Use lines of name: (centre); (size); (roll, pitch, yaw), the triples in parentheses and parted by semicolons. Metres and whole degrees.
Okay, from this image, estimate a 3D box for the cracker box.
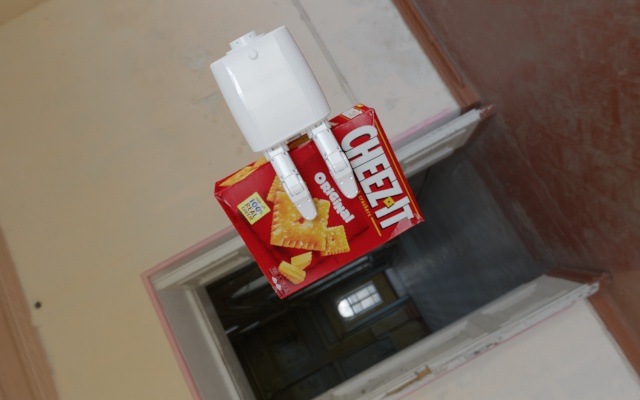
cracker box: (0.000, 0.002, 0.602); (0.213, 0.164, 0.072); (-28, 19, -1)
